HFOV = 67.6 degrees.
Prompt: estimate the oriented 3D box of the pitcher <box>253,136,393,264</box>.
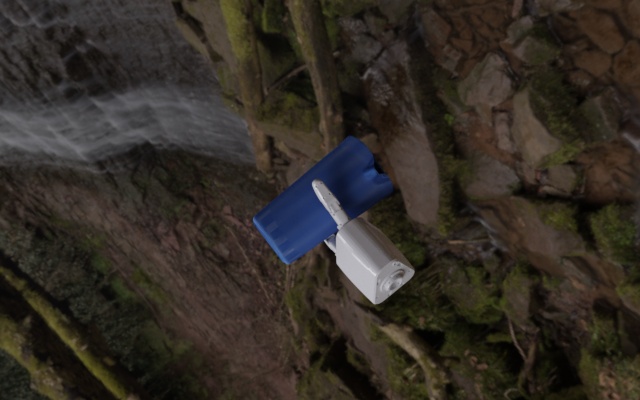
[{"bbox_3d":[0.000,0.003,0.881,0.243,0.145,0.149,-37,-34,-8],"label":"pitcher"}]
